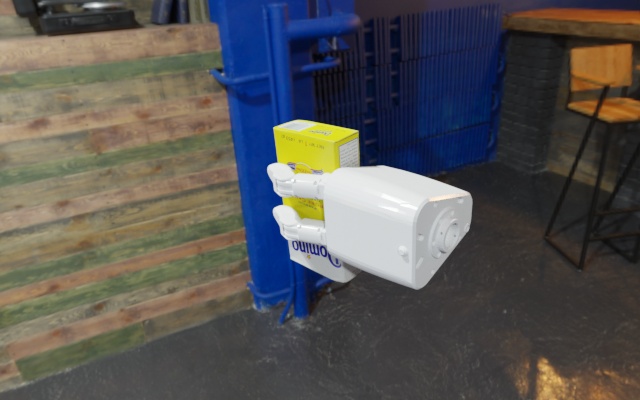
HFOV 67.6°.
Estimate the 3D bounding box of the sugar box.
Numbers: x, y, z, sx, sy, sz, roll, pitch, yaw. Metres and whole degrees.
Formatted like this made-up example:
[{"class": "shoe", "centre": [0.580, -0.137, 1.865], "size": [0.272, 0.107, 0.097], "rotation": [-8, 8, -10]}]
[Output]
[{"class": "sugar box", "centre": [0.000, 0.002, 0.545], "size": [0.093, 0.176, 0.048], "rotation": [19, 34, 39]}]
